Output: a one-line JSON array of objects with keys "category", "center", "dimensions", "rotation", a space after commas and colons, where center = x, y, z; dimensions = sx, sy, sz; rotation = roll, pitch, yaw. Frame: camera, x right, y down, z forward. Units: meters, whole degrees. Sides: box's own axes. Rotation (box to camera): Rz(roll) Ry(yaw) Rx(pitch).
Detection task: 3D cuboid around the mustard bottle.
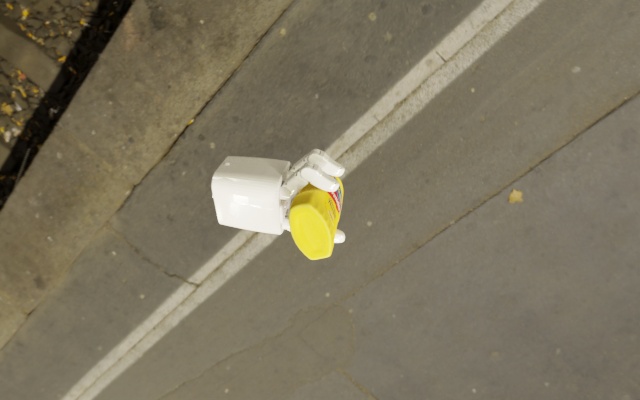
[{"category": "mustard bottle", "center": [0.000, 0.003, 0.755], "dimensions": [0.058, 0.096, 0.191], "rotation": [-14, 25, 17]}]
